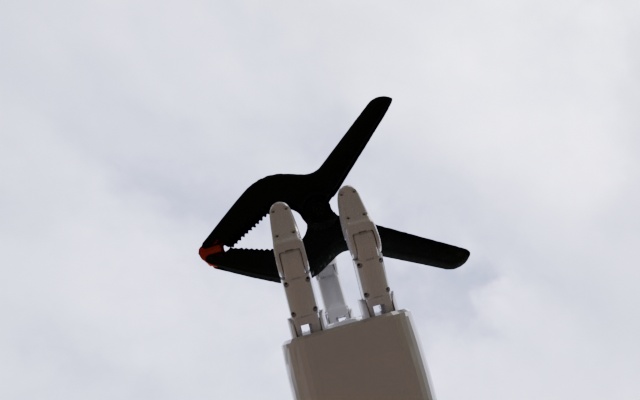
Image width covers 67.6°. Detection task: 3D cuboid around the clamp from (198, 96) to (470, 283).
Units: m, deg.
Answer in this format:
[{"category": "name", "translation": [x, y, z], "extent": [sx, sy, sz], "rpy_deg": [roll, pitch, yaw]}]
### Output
[{"category": "clamp", "translation": [0.000, 0.002, 0.402], "extent": [0.210, 0.164, 0.036], "rpy_deg": [-14, -19, -4]}]
